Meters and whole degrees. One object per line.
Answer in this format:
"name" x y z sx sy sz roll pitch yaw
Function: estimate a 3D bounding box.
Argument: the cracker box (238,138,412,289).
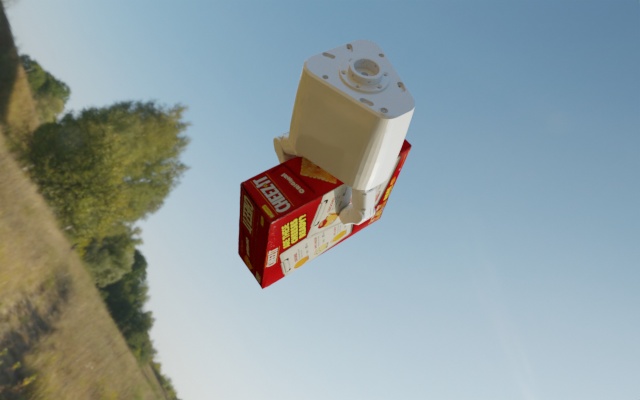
"cracker box" 0.000 0.002 0.614 0.213 0.072 0.164 -28 -26 -27
